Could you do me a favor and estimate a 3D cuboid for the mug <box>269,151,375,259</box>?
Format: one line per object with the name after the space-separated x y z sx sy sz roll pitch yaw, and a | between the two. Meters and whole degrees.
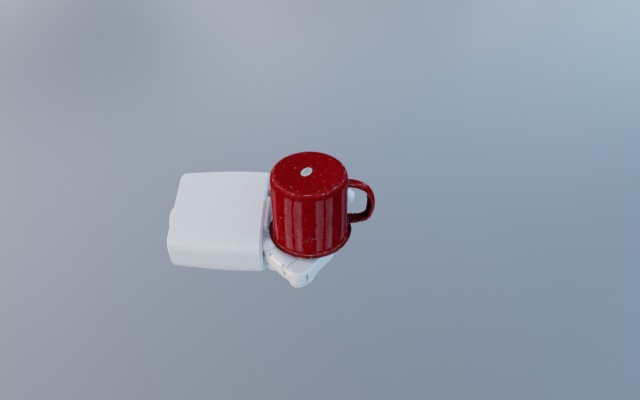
0.002 0.002 0.513 0.117 0.082 0.093 1 41 2 | mug
